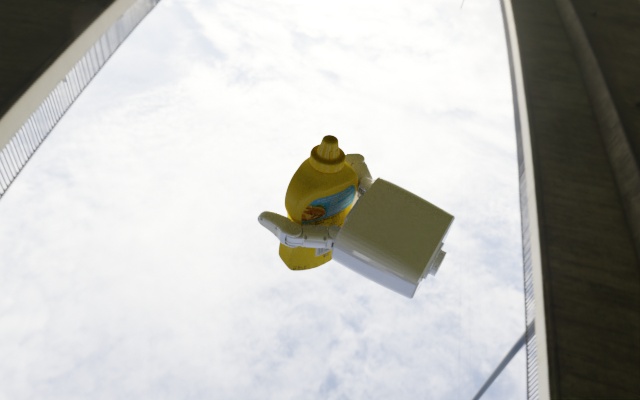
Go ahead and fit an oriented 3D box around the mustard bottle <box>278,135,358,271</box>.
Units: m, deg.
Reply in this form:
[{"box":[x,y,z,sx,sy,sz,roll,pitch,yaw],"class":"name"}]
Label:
[{"box":[0.000,0.002,0.587,0.096,0.192,0.058,-21,51,-28],"class":"mustard bottle"}]
